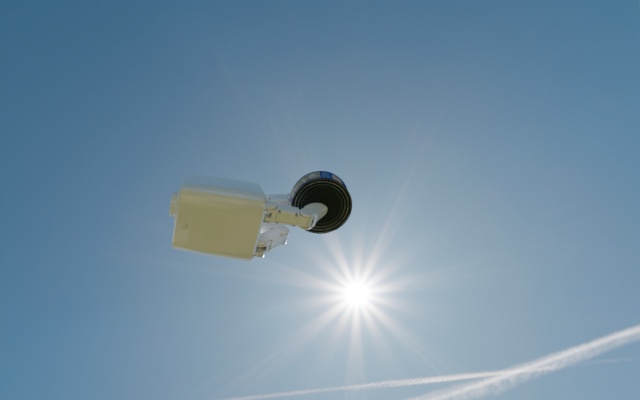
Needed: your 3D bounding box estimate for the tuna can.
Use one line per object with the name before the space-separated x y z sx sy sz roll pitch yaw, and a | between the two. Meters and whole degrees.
tuna can | 0.000 0.002 0.677 0.086 0.086 0.033 0 25 -7
